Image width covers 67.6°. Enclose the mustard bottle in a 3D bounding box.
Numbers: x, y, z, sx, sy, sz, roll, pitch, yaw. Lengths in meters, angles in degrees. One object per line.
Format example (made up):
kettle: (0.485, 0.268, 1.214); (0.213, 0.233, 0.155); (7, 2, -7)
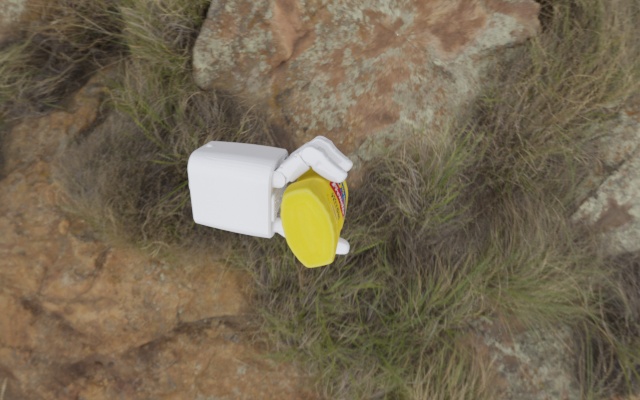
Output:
mustard bottle: (0.000, 0.002, 0.609); (0.058, 0.096, 0.191); (-15, 16, 14)
